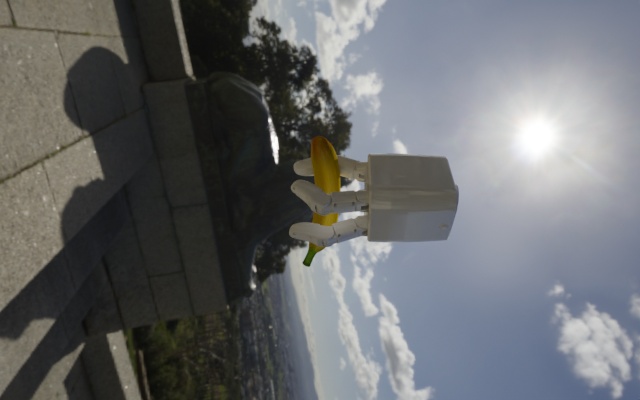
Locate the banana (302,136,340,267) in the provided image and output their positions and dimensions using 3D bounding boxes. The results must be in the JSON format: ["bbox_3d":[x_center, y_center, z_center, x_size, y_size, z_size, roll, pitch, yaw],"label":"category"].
[{"bbox_3d":[0.005,-0.004,0.648,0.037,0.198,0.069,11,31,13],"label":"banana"}]
